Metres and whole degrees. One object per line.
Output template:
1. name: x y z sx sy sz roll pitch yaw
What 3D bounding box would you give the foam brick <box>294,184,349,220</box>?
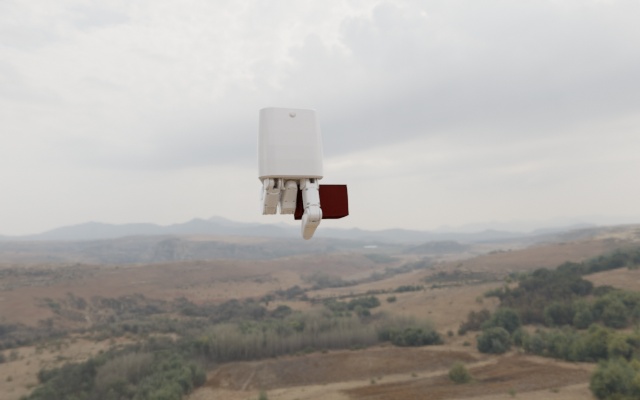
1. foam brick: 0.000 0.003 0.754 0.078 0.051 0.053 0 -8 -19
